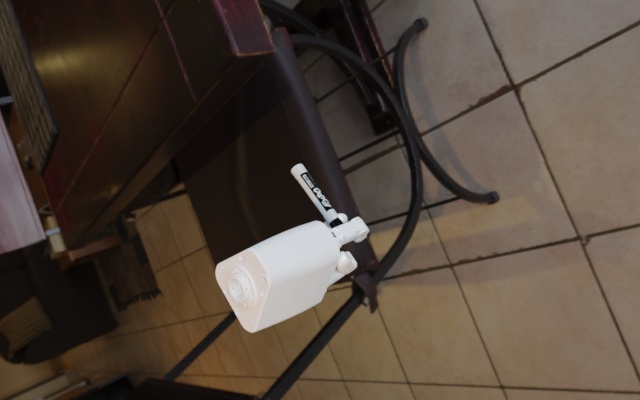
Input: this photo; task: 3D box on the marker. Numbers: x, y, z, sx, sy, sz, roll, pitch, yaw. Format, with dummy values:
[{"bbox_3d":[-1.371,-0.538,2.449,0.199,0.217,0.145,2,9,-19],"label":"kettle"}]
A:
[{"bbox_3d":[0.000,0.002,0.633,0.020,0.121,0.020,-31,-19,-12],"label":"marker"}]
